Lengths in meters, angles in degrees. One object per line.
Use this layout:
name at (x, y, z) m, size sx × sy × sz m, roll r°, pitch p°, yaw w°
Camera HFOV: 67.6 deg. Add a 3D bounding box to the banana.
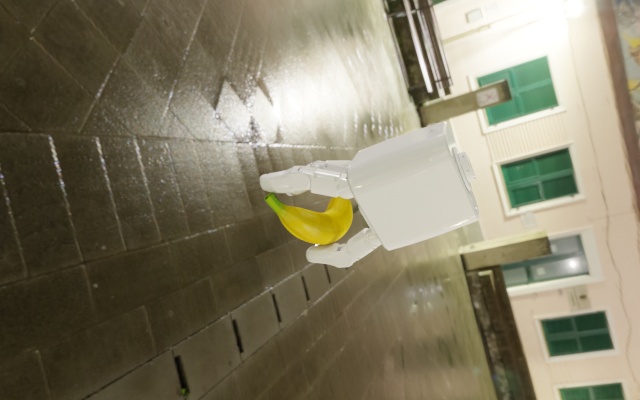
banana at (0.005, 0.019, 0.586) m, size 0.037 × 0.069 × 0.198 m, roll -25°, pitch -10°, yaw 23°
